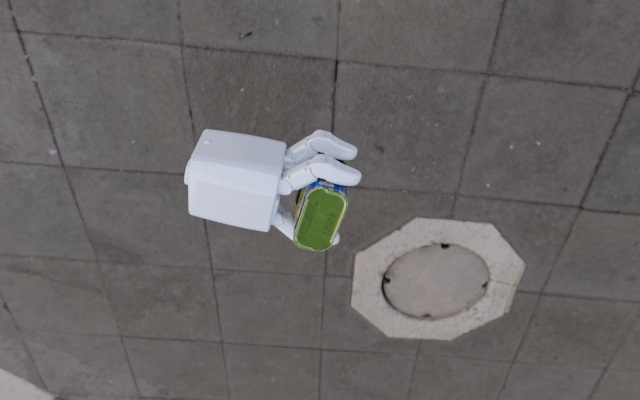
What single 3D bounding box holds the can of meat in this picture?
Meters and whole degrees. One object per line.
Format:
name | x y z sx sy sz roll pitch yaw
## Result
can of meat | 0.000 0.002 0.609 0.057 0.102 0.084 14 35 -8
